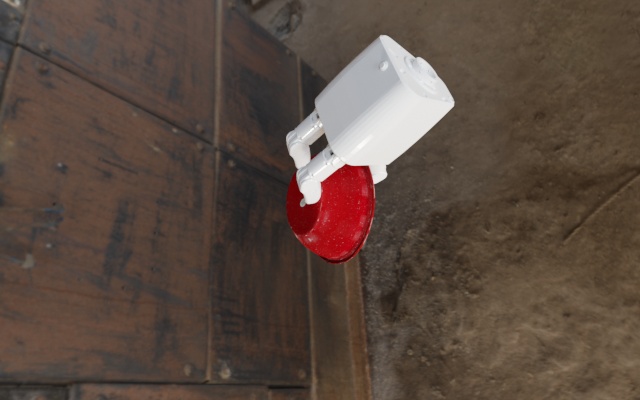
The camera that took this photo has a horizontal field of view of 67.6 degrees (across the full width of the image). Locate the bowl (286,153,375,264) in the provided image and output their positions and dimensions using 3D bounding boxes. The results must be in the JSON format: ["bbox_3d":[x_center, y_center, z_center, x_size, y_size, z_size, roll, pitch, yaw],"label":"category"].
[{"bbox_3d":[-0.001,0.003,0.625,0.055,0.162,0.162,5,-3,-32],"label":"bowl"}]
